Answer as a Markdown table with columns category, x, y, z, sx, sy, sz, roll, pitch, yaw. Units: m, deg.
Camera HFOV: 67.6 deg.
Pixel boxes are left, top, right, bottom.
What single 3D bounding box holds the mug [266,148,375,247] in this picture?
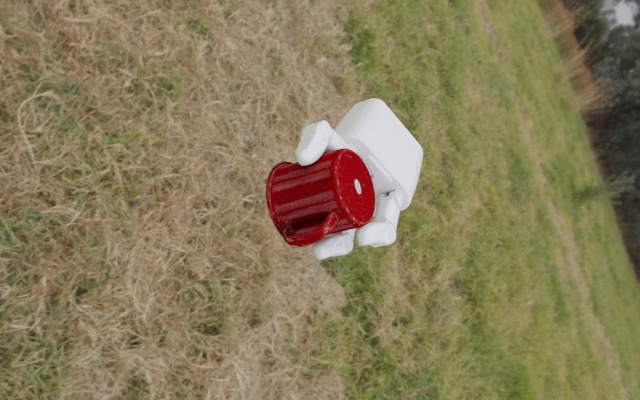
| category | x | y | z | sx | sy | sz | roll | pitch | yaw |
| --- | --- | --- | --- | --- | --- | --- | --- | --- | --- |
| mug | 0.000 | 0.002 | 0.485 | 0.081 | 0.093 | 0.117 | -15 | 30 | 32 |
